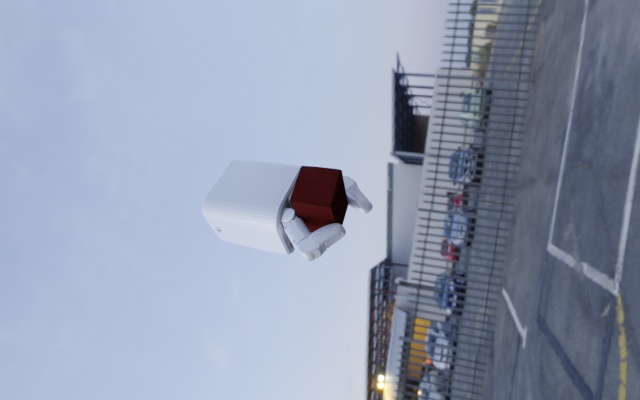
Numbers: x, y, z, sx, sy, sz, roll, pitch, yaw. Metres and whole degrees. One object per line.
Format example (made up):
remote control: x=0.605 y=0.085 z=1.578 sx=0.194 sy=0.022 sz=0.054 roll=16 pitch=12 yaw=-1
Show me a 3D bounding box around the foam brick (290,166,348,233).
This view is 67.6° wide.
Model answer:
foam brick: x=0.000 y=0.002 z=0.582 sx=0.051 sy=0.053 sz=0.078 roll=9 pitch=-30 yaw=15
